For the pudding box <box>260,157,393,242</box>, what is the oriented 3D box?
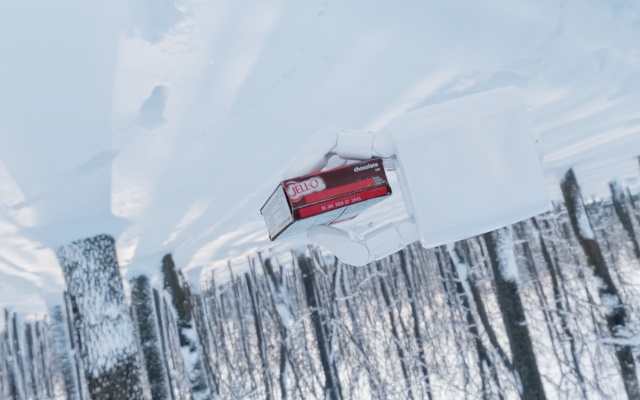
[{"bbox_3d":[0.000,0.002,0.428,0.090,0.039,0.113,-14,-10,-19],"label":"pudding box"}]
